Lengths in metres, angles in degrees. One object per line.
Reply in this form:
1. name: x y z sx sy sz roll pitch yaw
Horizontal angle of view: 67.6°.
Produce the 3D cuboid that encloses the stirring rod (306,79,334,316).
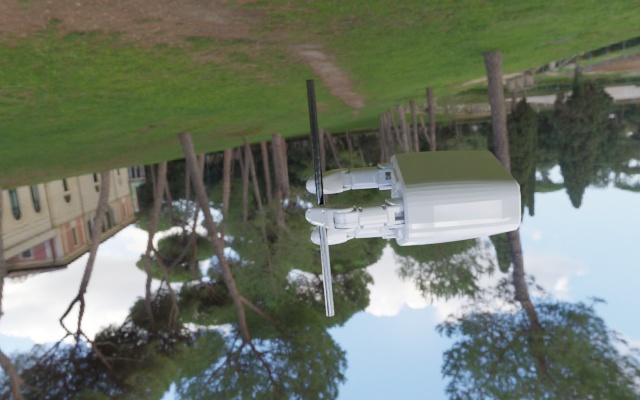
1. stirring rod: 0.000 0.001 0.481 0.011 0.239 0.011 -5 9 1
